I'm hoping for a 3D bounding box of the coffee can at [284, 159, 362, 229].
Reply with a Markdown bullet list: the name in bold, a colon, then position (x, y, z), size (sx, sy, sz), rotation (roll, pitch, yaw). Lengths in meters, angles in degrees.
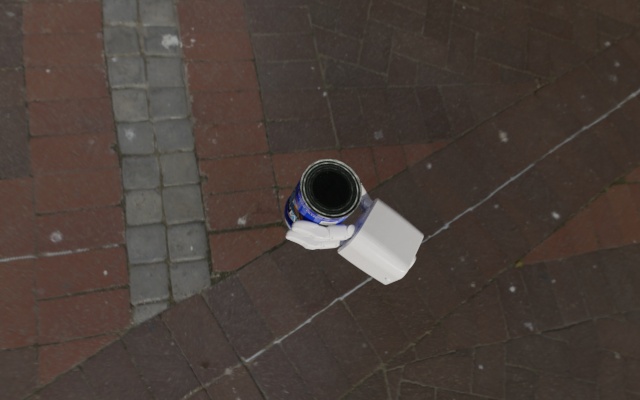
- **coffee can**: position (0.000, 0.003, 0.818), size (0.103, 0.102, 0.140), rotation (0, -18, -15)
